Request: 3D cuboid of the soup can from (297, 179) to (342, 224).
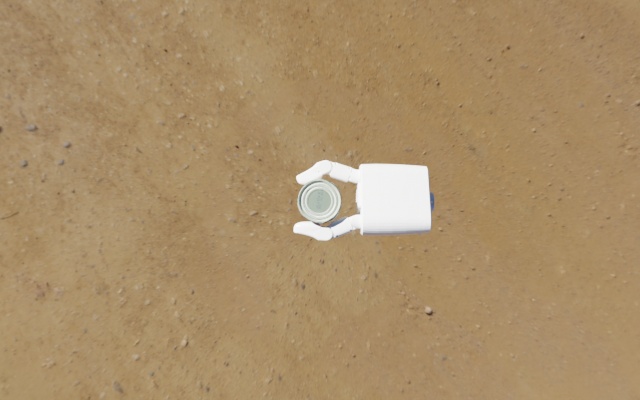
[{"bbox_3d":[0.000,0.002,0.754,0.068,0.068,0.102,0,-2,2],"label":"soup can"}]
